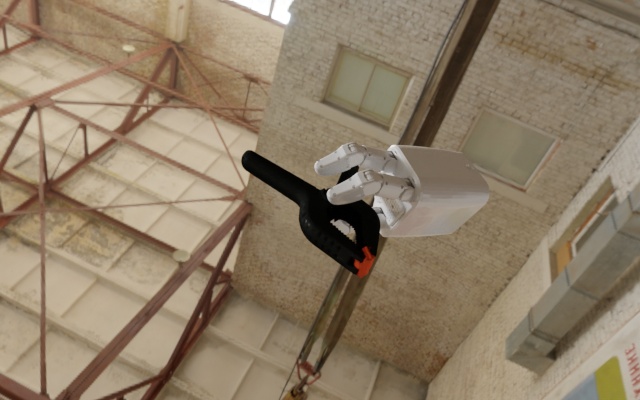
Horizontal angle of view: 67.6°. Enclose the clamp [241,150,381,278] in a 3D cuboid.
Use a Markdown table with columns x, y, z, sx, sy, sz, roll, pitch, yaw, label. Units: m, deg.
| x | y | z | sx | sy | sz | roll | pitch | yaw | label |
| --- | --- | --- | --- | --- | --- | --- | --- | --- | --- |
| 0.000 | 0.003 | 0.558 | 0.164 | 0.036 | 0.209 | 0 | 41 | -20 | clamp |
